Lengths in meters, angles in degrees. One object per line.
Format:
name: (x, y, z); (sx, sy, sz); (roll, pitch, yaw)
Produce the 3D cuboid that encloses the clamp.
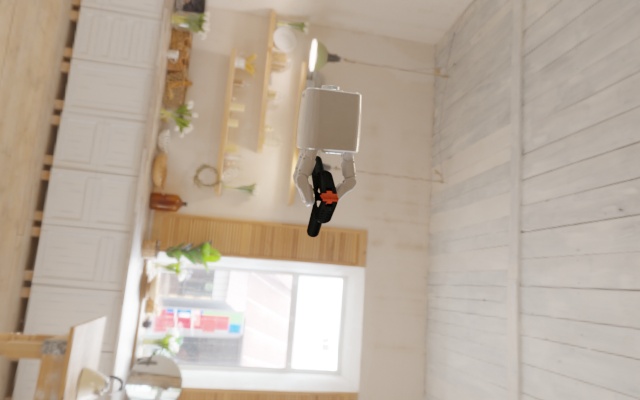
clamp: (0.001, 0.003, 0.886); (0.036, 0.164, 0.210); (1, 8, -9)
